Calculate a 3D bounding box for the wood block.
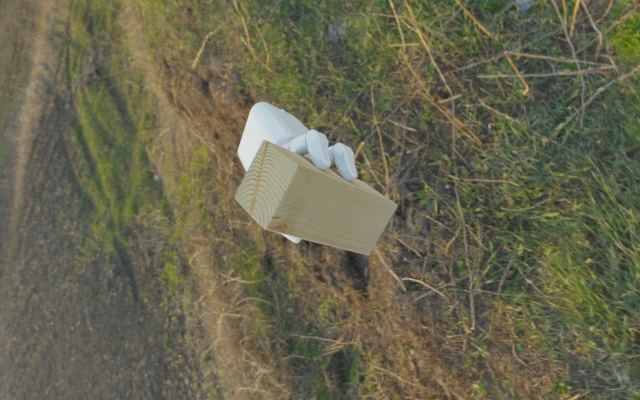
[{"bbox_3d":[0.000,0.002,0.663,0.206,0.091,0.090,19,14,-44],"label":"wood block"}]
